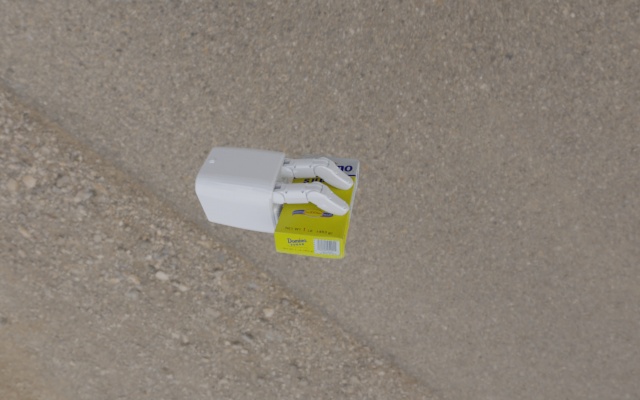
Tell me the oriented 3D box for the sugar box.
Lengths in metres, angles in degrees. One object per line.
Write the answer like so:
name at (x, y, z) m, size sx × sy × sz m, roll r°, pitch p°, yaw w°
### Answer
sugar box at (0.000, 0.002, 0.683) m, size 0.093 × 0.048 × 0.176 m, roll 6°, pitch 44°, yaw 8°
